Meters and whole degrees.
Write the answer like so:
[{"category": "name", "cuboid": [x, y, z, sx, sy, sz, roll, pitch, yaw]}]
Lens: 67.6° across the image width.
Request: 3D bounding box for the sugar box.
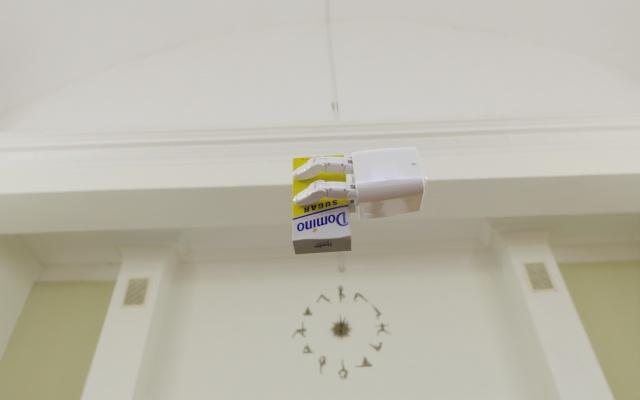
[{"category": "sugar box", "cuboid": [0.000, 0.002, 0.790, 0.093, 0.176, 0.048, -5, -41, 2]}]
